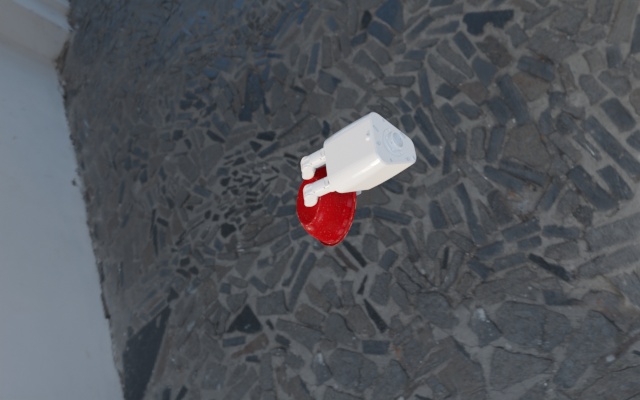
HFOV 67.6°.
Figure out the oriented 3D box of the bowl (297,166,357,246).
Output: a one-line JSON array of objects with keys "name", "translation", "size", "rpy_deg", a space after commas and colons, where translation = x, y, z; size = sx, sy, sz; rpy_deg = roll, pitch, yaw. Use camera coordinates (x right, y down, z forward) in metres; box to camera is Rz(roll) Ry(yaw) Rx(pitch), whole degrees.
[{"name": "bowl", "translation": [-0.001, 0.004, 0.886], "size": [0.055, 0.162, 0.162], "rpy_deg": [7, -3, -29]}]
